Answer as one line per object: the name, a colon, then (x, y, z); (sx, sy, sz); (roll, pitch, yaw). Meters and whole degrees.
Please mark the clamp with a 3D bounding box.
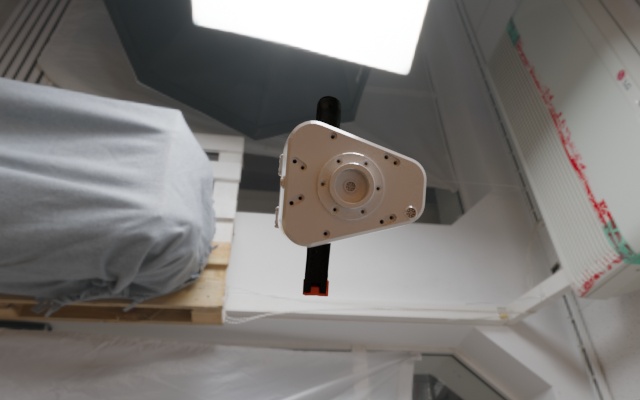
clamp: (0.001, 0.002, 0.552); (0.036, 0.210, 0.164); (3, -2, -1)
